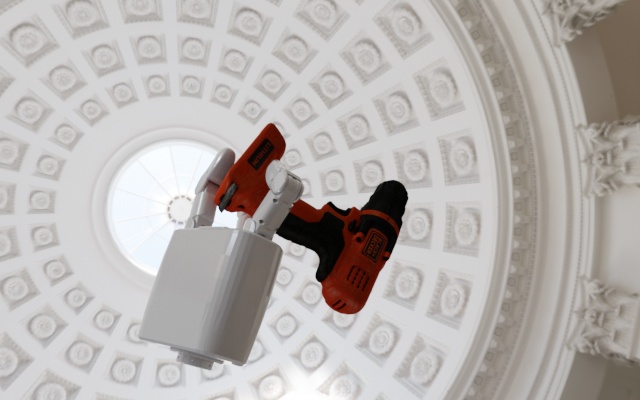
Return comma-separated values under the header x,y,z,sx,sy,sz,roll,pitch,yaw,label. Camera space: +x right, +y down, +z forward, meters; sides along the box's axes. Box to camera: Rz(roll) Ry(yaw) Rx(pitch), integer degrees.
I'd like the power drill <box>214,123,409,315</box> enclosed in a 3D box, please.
x,y,z,sx,sy,sz,roll,pitch,yaw,label
0.000,0.002,0.505,0.187,0.184,0.057,35,-43,-3,power drill
